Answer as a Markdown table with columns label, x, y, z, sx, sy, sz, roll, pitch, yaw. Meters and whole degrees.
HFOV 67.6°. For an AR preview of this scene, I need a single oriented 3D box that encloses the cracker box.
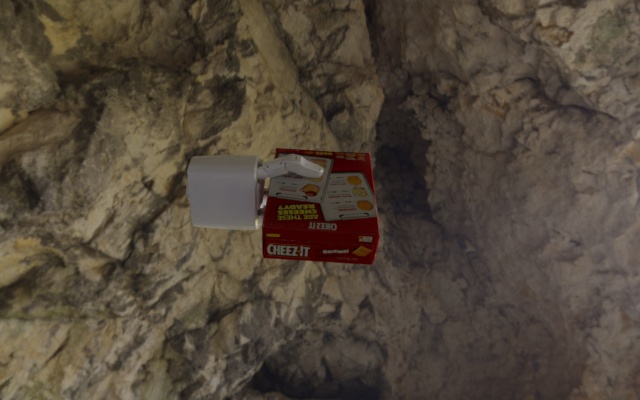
| label | x | y | z | sx | sy | sz | roll | pitch | yaw |
| --- | --- | --- | --- | --- | --- | --- | --- | --- | --- |
| cracker box | 0.000 | 0.002 | 0.752 | 0.164 | 0.072 | 0.213 | 3 | 37 | -1 |
